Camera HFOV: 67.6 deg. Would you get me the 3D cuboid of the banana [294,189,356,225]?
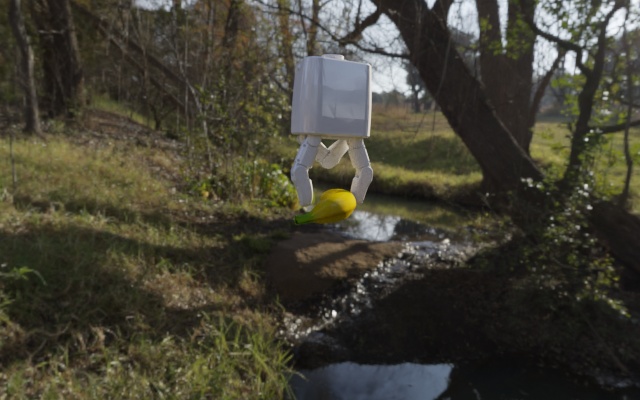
[{"bbox_3d":[0.018,0.004,0.687,0.069,0.037,0.198,3,7,11],"label":"banana"}]
